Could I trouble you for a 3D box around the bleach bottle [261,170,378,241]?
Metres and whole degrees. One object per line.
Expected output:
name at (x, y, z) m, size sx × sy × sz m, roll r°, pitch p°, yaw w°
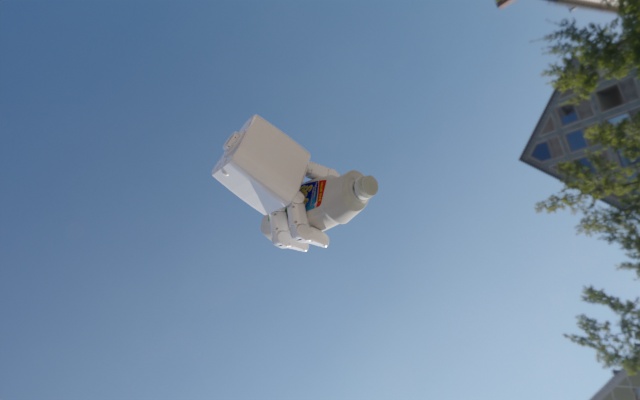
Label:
bleach bottle at (0.000, 0.003, 0.735) m, size 0.068 × 0.102 × 0.251 m, roll 36°, pitch -31°, yaw -21°
